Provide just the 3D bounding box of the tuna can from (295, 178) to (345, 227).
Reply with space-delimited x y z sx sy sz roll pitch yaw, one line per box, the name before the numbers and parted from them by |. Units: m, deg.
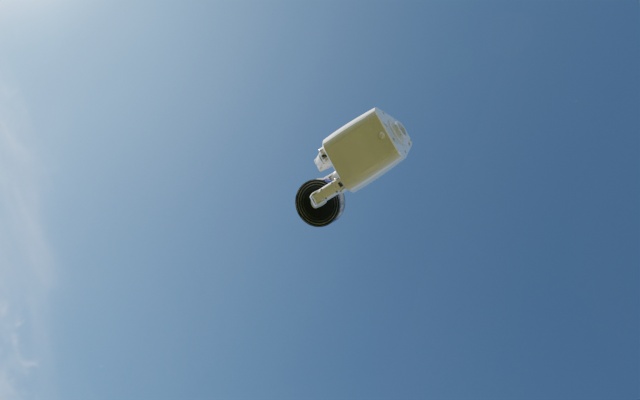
tuna can | 0.000 0.003 0.854 0.086 0.086 0.033 0 8 23
